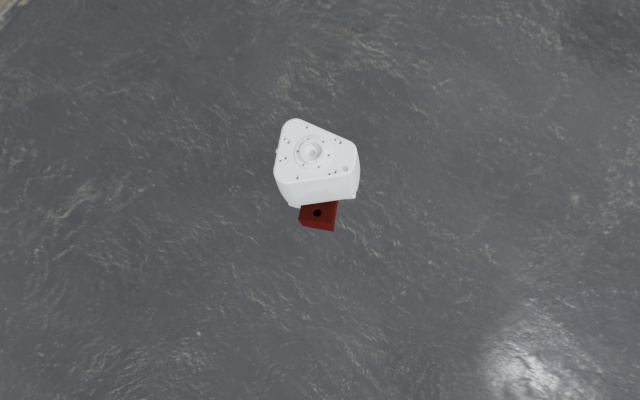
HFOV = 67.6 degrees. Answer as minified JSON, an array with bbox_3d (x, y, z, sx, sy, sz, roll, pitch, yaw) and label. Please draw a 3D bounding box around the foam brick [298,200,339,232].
[{"bbox_3d":[0.000,0.003,0.737,0.053,0.078,0.051,8,-13,7],"label":"foam brick"}]
